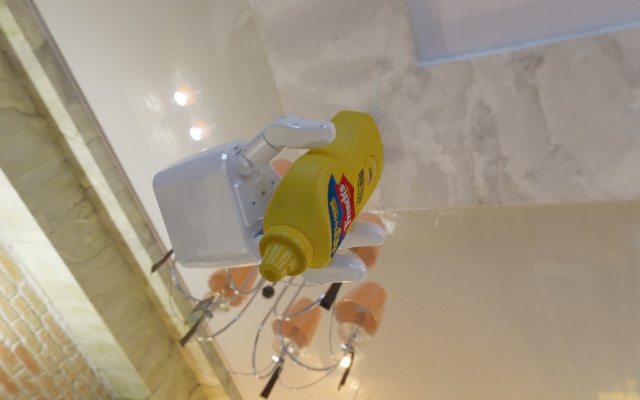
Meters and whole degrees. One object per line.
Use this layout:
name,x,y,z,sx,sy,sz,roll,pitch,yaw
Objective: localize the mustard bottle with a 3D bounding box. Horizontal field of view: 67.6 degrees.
mustard bottle,0.000,0.001,0.411,0.058,0.096,0.191,13,37,20
